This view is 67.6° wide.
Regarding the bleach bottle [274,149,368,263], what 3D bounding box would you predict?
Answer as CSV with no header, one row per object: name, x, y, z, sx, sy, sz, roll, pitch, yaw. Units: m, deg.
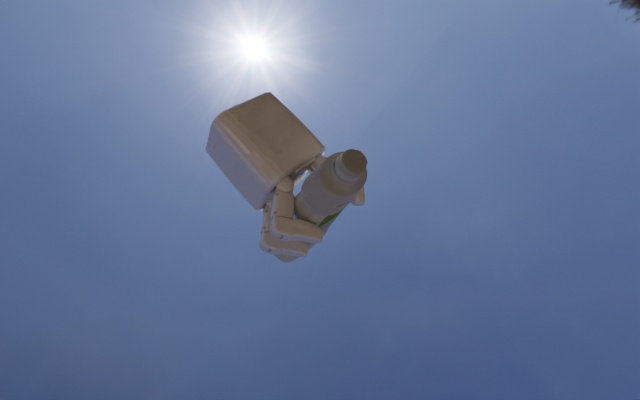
bleach bottle,0.000,0.002,0.597,0.102,0.068,0.251,-41,-4,-29
